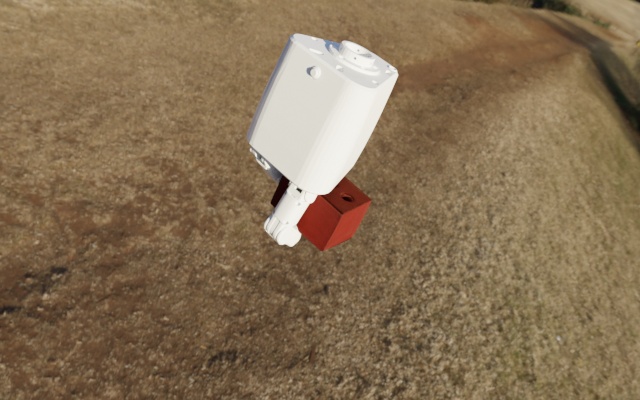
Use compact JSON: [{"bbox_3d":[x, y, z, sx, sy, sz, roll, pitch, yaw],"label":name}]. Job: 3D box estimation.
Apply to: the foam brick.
[{"bbox_3d":[0.000,0.002,0.470,0.078,0.051,0.053,41,33,20],"label":"foam brick"}]
